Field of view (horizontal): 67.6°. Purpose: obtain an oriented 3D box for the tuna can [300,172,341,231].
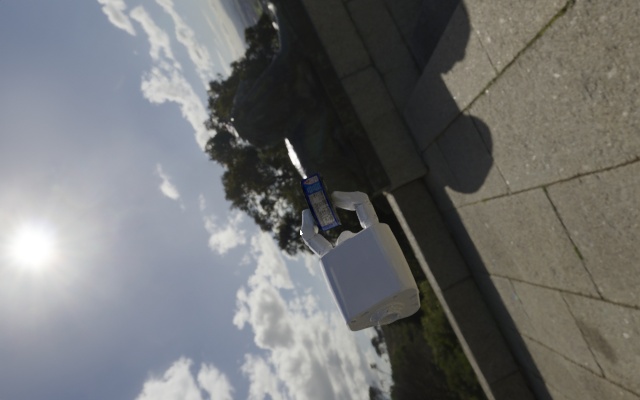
[{"bbox_3d":[0.000,0.003,0.721,0.034,0.086,0.086,-22,-1,3],"label":"tuna can"}]
